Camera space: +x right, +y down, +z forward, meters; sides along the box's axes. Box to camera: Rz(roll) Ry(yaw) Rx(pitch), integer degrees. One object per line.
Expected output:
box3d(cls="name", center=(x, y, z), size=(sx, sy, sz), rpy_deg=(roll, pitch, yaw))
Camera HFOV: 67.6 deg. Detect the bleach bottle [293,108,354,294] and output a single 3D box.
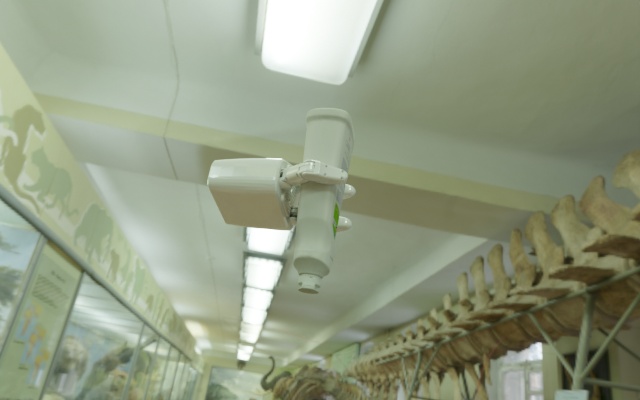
box3d(cls="bleach bottle", center=(0.000, 0.002, 0.670), size=(0.068, 0.250, 0.103), rpy_deg=(3, -24, 13))
